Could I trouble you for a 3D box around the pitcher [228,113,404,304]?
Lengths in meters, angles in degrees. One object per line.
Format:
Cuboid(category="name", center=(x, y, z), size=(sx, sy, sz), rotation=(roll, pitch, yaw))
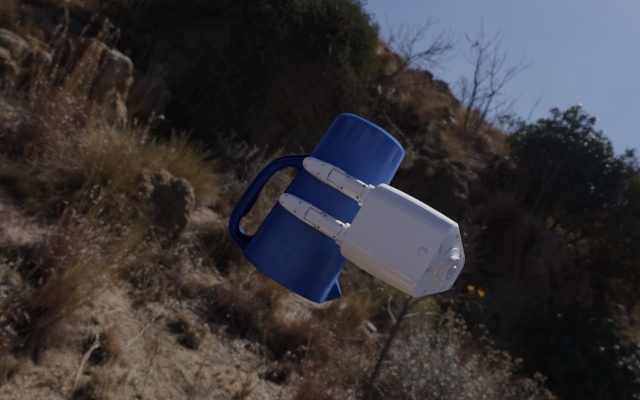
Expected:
Cuboid(category="pitcher", center=(0.000, 0.002, 0.653), size=(0.145, 0.243, 0.149), rotation=(30, -3, 39))
